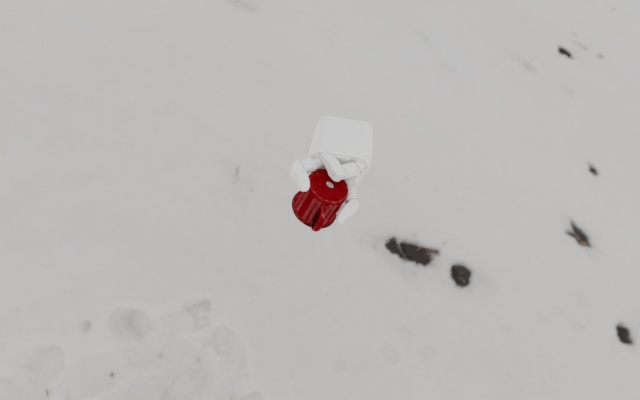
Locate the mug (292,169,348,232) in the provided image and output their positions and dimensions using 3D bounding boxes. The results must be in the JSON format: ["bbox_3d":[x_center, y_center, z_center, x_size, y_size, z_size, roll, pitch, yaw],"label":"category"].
[{"bbox_3d":[0.000,0.004,0.895,0.093,0.117,0.081,18,-39,-11],"label":"mug"}]
